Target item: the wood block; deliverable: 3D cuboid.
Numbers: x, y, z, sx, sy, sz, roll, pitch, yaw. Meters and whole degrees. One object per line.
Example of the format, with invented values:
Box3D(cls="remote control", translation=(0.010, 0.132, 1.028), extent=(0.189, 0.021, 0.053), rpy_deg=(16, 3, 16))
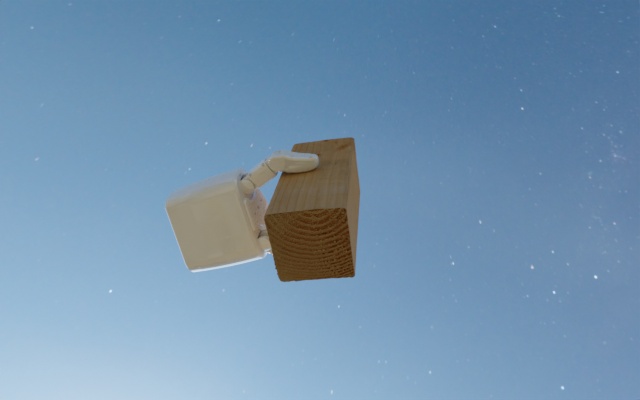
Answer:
Box3D(cls="wood block", translation=(0.000, 0.002, 0.602), extent=(0.090, 0.091, 0.206), rpy_deg=(-5, 27, 9))
